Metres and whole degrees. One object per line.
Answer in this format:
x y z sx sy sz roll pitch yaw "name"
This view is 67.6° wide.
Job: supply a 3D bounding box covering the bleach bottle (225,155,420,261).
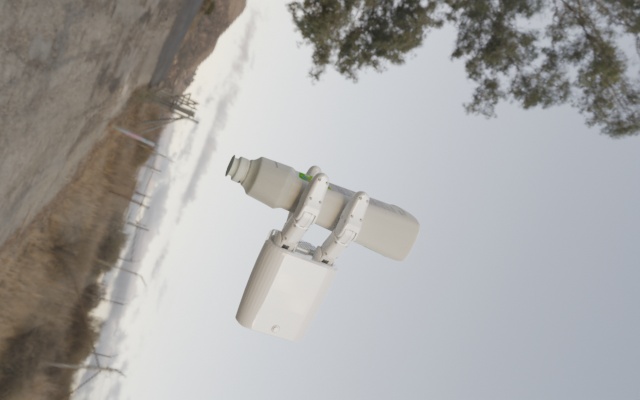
0.000 0.002 0.609 0.251 0.068 0.102 22 6 -21 "bleach bottle"
